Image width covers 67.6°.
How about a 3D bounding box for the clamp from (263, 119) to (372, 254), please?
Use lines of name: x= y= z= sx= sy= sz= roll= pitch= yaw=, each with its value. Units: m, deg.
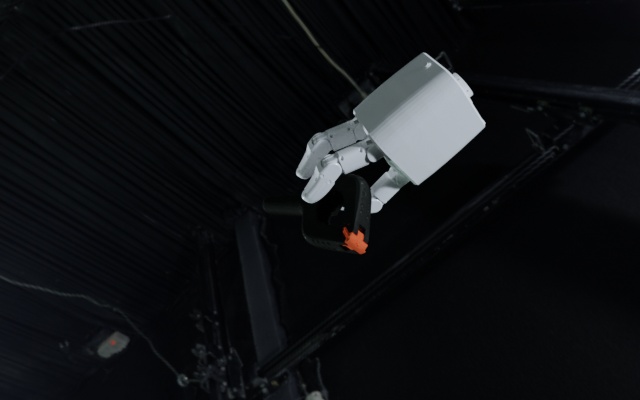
clamp: x=0.001 y=0.002 z=0.571 sx=0.036 sy=0.164 sz=0.209 roll=38 pitch=18 yaw=-32
